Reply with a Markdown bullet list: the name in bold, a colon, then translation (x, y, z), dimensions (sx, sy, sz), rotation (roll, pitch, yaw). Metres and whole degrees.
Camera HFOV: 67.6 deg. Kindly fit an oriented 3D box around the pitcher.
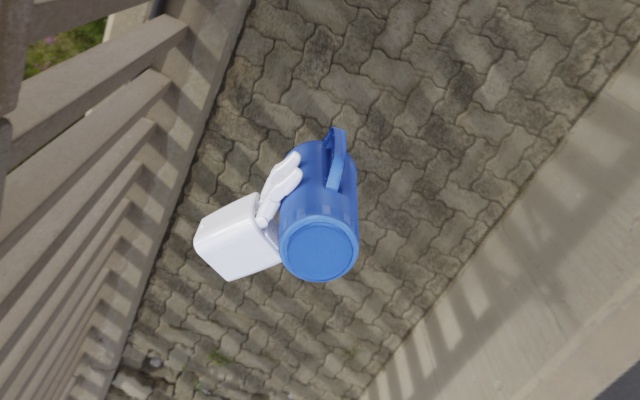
- **pitcher**: translation (0.000, 0.002, 0.727), dimensions (0.145, 0.149, 0.242), rotation (-23, 26, 11)
